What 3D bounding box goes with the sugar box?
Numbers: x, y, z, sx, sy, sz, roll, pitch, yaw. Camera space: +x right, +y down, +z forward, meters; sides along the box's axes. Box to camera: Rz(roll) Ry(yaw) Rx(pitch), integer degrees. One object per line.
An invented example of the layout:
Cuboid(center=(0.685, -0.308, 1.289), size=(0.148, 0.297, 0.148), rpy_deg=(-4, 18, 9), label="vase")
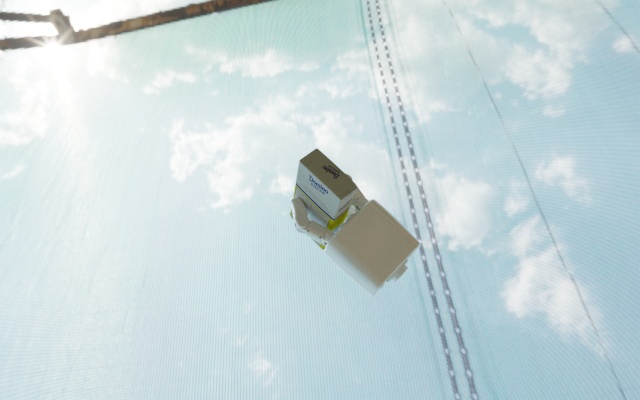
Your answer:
Cuboid(center=(0.001, 0.002, 0.783), size=(0.048, 0.093, 0.176), rpy_deg=(-37, -18, -29), label="sugar box")
